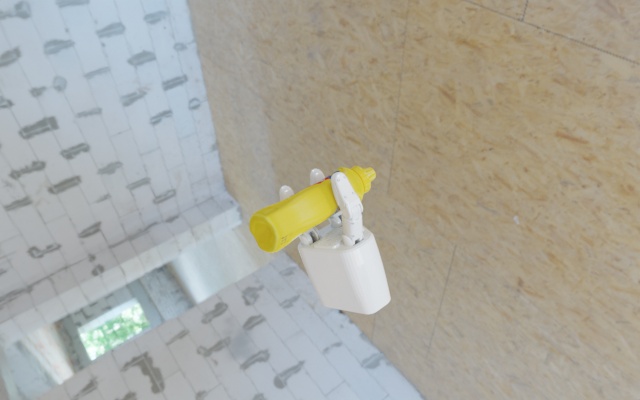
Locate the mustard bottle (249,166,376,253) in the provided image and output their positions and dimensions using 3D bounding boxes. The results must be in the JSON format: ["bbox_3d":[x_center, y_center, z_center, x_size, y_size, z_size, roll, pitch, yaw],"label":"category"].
[{"bbox_3d":[0.000,0.002,0.652,0.191,0.058,0.096,-29,-3,-26],"label":"mustard bottle"}]
